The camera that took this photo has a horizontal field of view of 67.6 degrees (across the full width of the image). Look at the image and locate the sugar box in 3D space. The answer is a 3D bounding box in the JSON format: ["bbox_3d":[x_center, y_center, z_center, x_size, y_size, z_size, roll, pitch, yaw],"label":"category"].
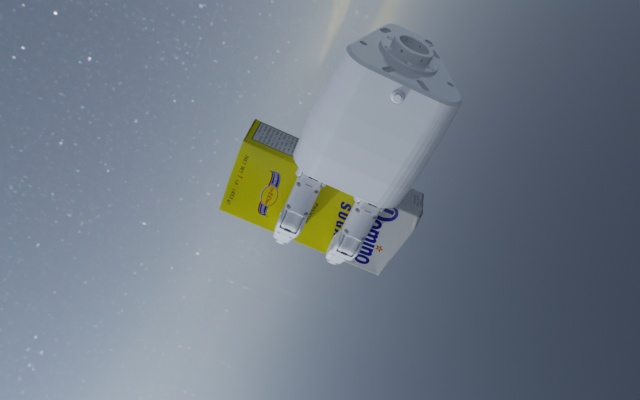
[{"bbox_3d":[0.000,0.002,0.461,0.176,0.093,0.048,24,39,-4],"label":"sugar box"}]
